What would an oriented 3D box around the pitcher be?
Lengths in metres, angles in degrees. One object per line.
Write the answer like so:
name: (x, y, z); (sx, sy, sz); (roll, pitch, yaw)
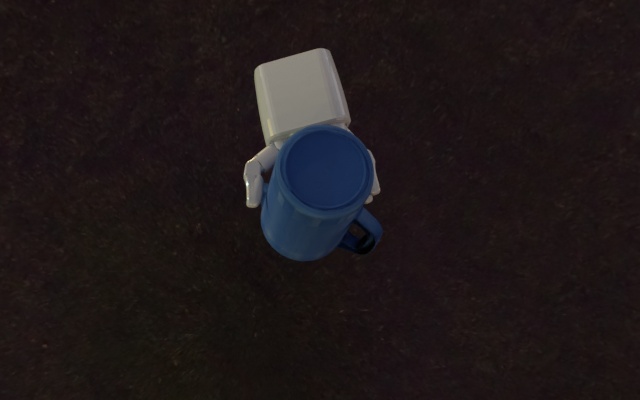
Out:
pitcher: (0.000, 0.002, 0.616); (0.149, 0.145, 0.243); (-11, -12, -10)
